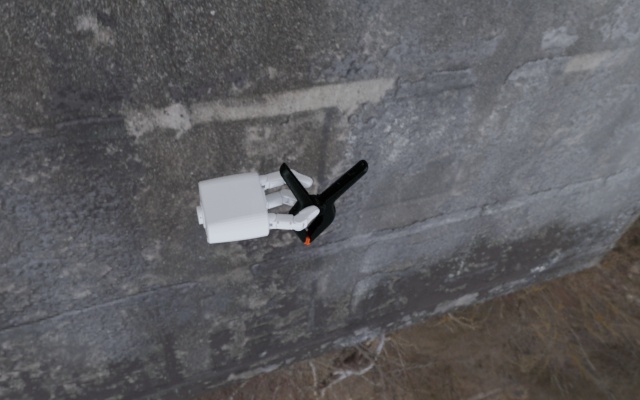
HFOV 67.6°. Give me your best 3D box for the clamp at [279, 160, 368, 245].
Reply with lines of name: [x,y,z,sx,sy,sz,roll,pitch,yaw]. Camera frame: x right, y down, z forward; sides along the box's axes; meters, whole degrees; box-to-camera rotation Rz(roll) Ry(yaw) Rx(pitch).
clamp: [0.000,0.004,0.895,0.164,0.036,0.210,-8,-43,-15]
